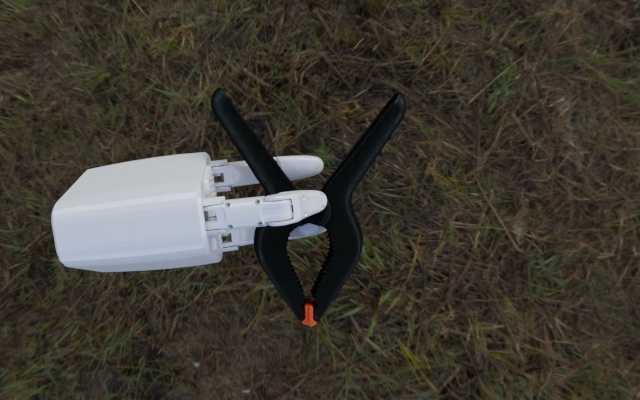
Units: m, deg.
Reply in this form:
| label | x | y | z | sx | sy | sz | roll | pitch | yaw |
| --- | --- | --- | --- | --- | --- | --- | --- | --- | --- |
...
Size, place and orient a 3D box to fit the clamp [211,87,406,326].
| label | x | y | z | sx | sy | sz | roll | pitch | yaw |
| --- | --- | --- | --- | --- | --- | --- | --- | --- | --- |
| clamp | 0.000 | 0.002 | 0.414 | 0.164 | 0.210 | 0.036 | -6 | 6 | -4 |
